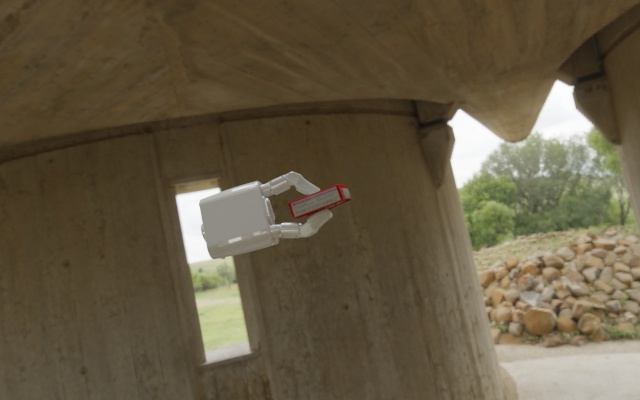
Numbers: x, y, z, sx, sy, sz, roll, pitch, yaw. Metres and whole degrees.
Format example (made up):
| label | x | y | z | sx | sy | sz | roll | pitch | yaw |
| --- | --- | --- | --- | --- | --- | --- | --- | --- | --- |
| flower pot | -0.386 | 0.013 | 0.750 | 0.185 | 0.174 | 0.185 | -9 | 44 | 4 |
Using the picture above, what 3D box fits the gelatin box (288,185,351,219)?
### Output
| label | x | y | z | sx | sy | sz | roll | pitch | yaw |
| --- | --- | --- | --- | --- | --- | --- | --- | --- | --- |
| gelatin box | 0.000 | 0.002 | 0.787 | 0.089 | 0.030 | 0.073 | -21 | -5 | 14 |
